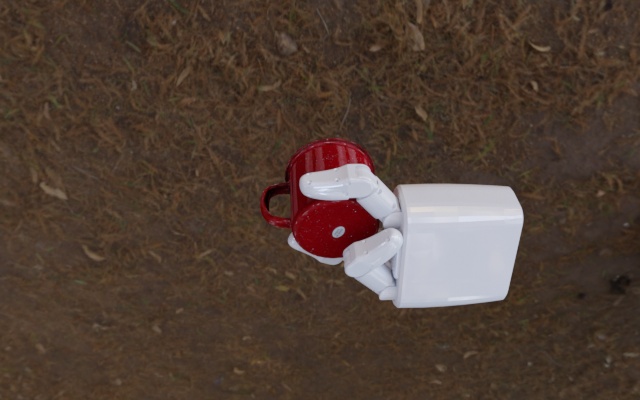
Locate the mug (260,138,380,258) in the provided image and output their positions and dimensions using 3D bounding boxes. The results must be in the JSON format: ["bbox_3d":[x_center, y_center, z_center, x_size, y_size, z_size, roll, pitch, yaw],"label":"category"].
[{"bbox_3d":[-0.001,0.002,0.461,0.117,0.093,0.081,-2,43,-2],"label":"mug"}]
